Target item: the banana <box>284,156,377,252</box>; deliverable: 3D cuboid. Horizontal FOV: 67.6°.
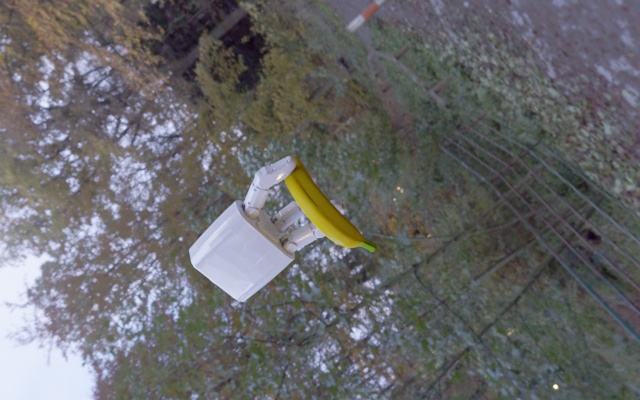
[{"bbox_3d":[-0.006,0.000,0.648,0.197,0.037,0.070,50,12,28],"label":"banana"}]
